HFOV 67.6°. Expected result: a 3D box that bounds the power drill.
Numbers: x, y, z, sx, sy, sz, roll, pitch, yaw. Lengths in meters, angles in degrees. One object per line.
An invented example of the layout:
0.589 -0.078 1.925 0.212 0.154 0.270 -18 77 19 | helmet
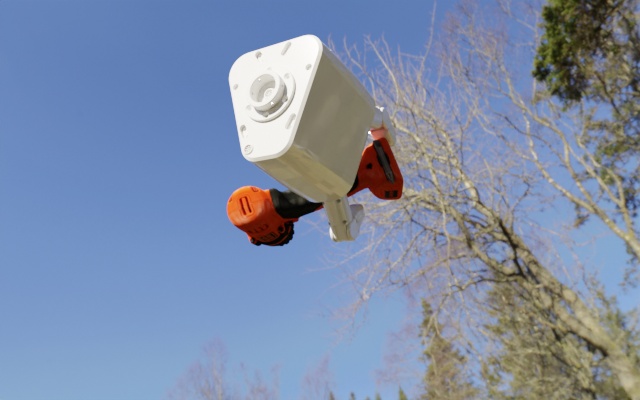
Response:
0.000 0.002 0.555 0.187 0.057 0.184 -22 -13 2 | power drill
